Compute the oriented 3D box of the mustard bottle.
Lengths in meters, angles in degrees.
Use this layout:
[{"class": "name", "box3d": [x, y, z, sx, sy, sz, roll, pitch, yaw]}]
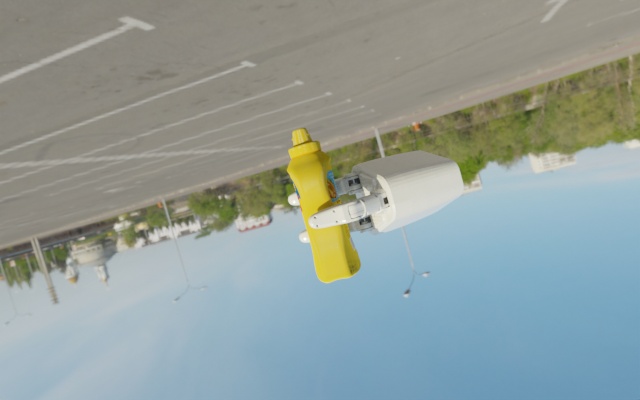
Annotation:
[{"class": "mustard bottle", "box3d": [0.000, 0.002, 0.607, 0.058, 0.191, 0.096, -15, 3, 8]}]
